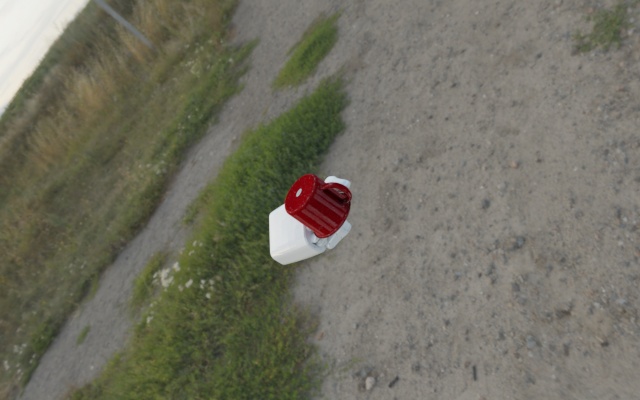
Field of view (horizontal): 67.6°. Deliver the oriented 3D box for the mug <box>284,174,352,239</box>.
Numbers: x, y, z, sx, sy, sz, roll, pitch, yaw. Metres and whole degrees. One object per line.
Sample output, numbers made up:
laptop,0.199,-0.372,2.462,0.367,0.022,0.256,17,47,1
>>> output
mug,0.001,0.002,0.822,0.081,0.093,0.117,35,-44,-30
